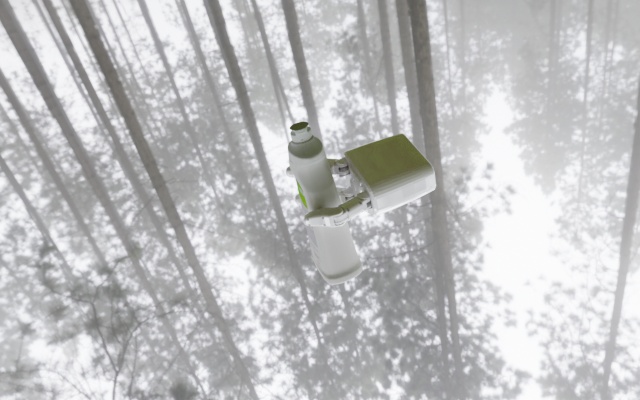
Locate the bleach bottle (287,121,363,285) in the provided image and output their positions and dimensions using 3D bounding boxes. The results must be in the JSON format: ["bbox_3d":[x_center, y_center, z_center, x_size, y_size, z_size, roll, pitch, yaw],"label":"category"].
[{"bbox_3d":[0.000,0.002,0.729,0.068,0.251,0.102,-22,32,-12],"label":"bleach bottle"}]
